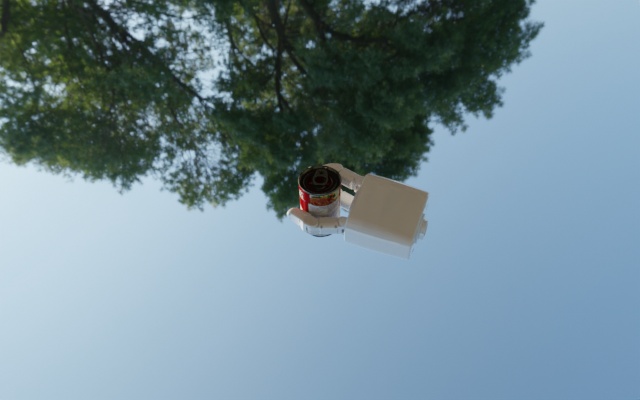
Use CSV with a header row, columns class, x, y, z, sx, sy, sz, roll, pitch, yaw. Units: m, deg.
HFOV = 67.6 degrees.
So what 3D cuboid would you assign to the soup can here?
class,x,y,z,sx,sy,sz,roll,pitch,yaw
soup can,0.000,0.003,0.780,0.068,0.068,0.102,-1,-45,1
